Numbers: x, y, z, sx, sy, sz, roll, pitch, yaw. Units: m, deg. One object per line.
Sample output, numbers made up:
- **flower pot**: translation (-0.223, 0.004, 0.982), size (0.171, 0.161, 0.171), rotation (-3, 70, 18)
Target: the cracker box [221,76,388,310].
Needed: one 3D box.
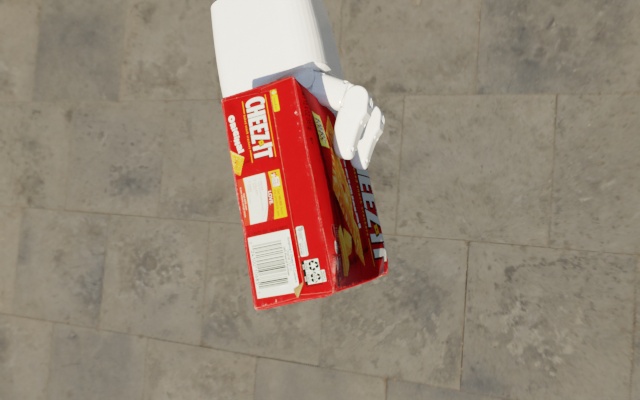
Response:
- **cracker box**: translation (0.000, 0.001, 0.443), size (0.072, 0.164, 0.214), rotation (-13, -9, 17)
